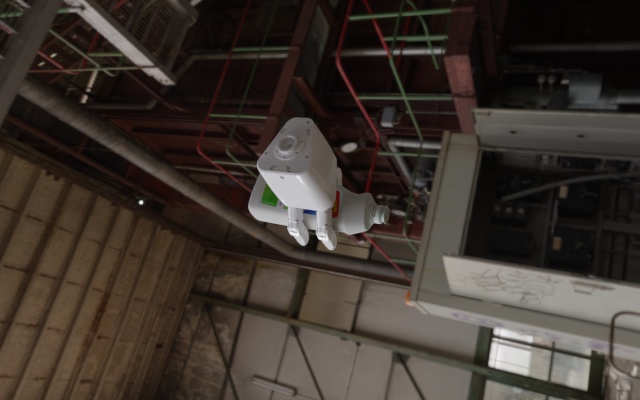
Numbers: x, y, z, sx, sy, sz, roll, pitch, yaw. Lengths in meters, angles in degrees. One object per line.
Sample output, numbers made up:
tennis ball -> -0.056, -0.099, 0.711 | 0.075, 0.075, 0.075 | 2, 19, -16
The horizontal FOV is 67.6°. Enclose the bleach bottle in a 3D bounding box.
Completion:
bleach bottle -> 0.000, 0.003, 0.844 | 0.251, 0.102, 0.068 | 7, -26, 26
